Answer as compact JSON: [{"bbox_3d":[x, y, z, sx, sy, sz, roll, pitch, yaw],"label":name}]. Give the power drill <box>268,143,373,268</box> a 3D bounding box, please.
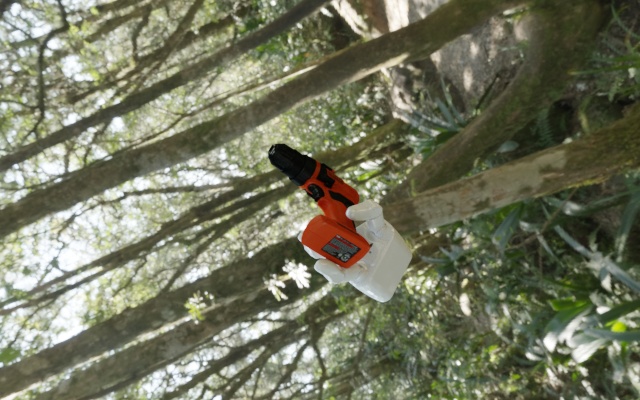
[{"bbox_3d":[0.000,0.003,0.734,0.184,0.057,0.187,31,27,-28],"label":"power drill"}]
